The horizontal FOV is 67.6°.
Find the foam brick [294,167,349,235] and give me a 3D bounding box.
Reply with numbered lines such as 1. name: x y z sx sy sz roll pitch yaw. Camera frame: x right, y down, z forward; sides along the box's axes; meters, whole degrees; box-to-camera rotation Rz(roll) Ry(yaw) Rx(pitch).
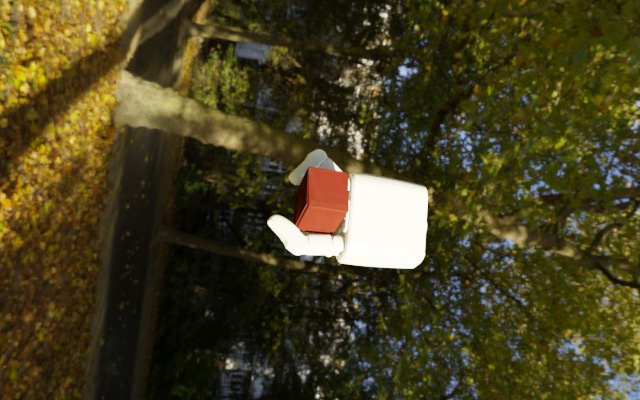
1. foam brick: 0.000 0.002 0.587 0.051 0.053 0.078 8 -27 -12
